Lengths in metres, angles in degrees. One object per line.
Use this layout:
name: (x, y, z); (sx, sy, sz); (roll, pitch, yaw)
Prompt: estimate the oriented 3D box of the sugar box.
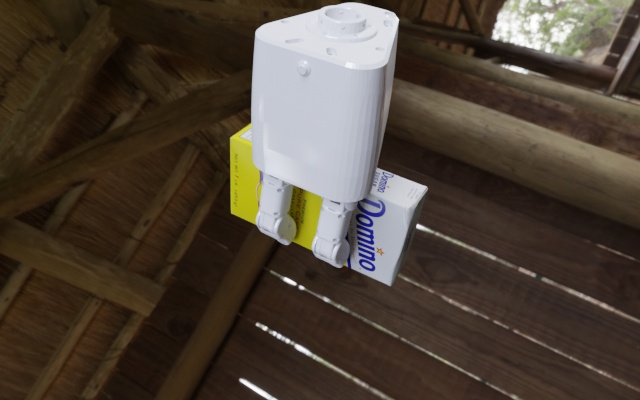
sugar box: (0.000, 0.002, 0.438); (0.176, 0.093, 0.048); (24, 41, 20)
